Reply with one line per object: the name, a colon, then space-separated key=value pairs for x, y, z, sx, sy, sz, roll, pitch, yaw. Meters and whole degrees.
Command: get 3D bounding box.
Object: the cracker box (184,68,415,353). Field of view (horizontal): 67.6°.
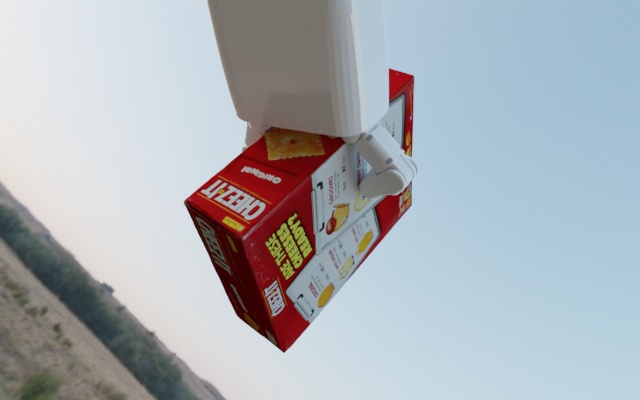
cracker box: x=0.000 y=0.001 z=0.425 sx=0.072 sy=0.164 sz=0.213 roll=27 pitch=56 yaw=30
